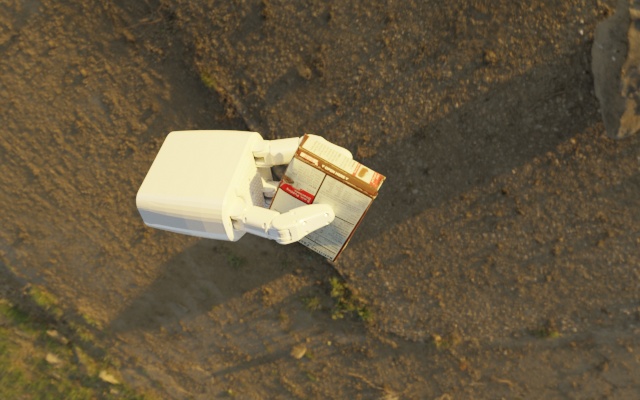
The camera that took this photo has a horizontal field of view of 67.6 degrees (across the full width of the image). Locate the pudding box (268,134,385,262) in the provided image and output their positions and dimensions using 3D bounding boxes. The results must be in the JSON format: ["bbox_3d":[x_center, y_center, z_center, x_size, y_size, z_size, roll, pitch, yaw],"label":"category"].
[{"bbox_3d":[0.000,0.002,0.485,0.090,0.039,0.114,28,-44,0],"label":"pudding box"}]
